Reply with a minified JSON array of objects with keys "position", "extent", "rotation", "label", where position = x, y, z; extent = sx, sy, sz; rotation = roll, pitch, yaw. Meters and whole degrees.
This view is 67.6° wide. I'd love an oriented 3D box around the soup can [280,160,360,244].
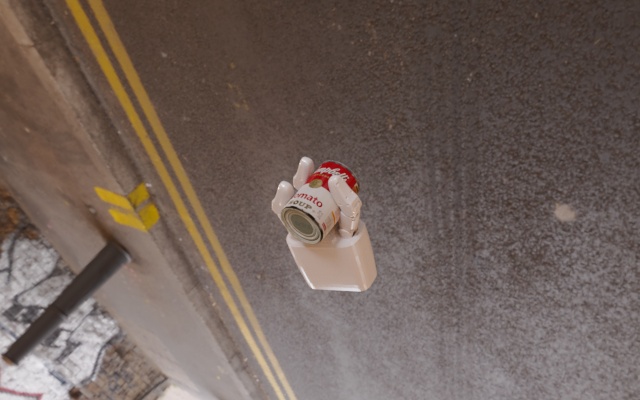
[{"position":[0.000,0.002,0.654],"extent":[0.068,0.068,0.102],"rotation":[0,40,43],"label":"soup can"}]
